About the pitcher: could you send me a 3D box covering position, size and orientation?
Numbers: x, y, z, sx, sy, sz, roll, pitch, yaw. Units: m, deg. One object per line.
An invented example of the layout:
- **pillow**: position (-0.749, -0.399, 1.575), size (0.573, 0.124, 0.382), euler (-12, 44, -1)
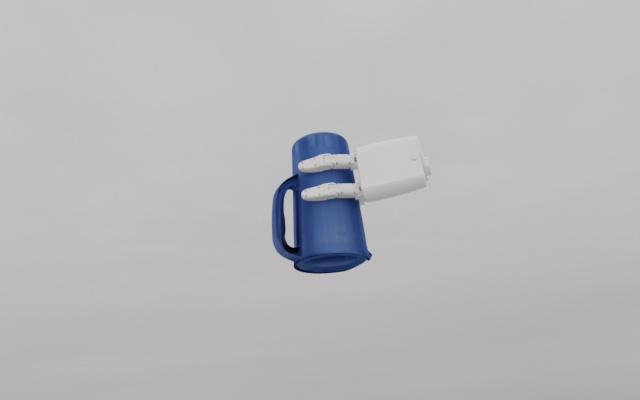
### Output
- **pitcher**: position (0.000, 0.003, 0.856), size (0.145, 0.242, 0.149), euler (-12, -23, 14)
